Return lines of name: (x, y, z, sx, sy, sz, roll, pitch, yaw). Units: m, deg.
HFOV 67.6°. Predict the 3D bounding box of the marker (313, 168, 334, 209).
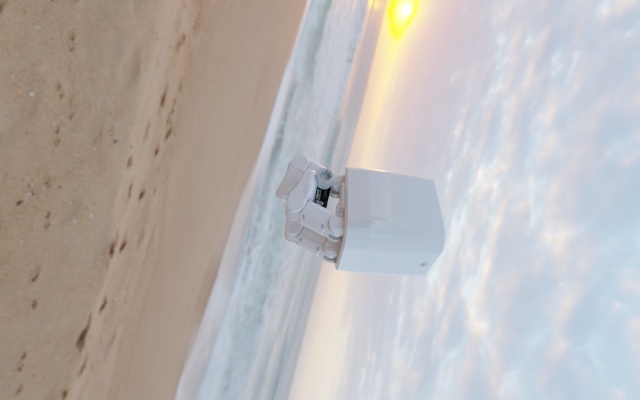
marker: (0.000, 0.002, 0.565, 0.020, 0.020, 0.121, 0, -29, -6)
